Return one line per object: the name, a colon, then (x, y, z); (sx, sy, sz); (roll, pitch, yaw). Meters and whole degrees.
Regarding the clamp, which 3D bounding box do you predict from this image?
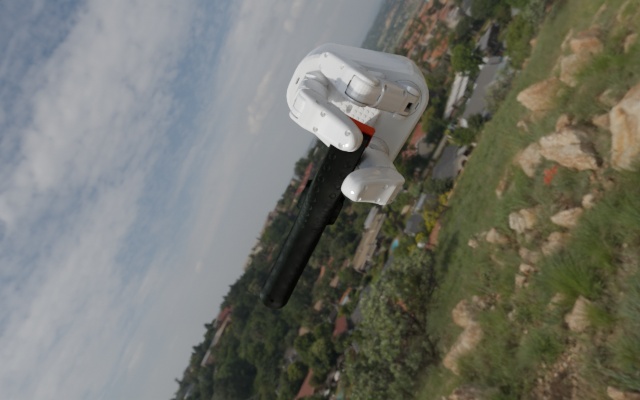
clamp: (0.000, 0.001, 0.412); (0.039, 0.171, 0.120); (26, 26, -6)
